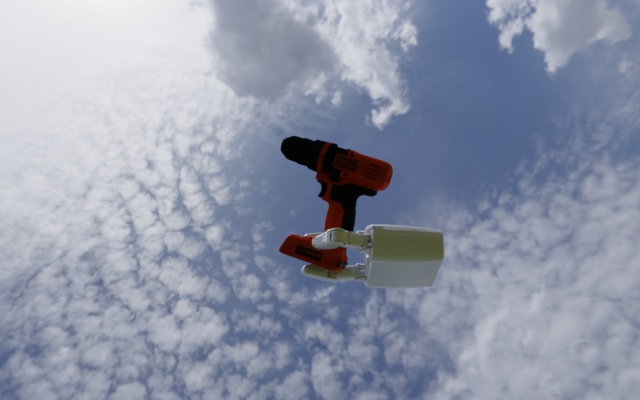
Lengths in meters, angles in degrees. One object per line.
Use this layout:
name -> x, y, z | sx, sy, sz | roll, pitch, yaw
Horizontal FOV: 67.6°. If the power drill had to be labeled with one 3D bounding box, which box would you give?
power drill -> 0.000, 0.003, 0.741 | 0.184, 0.187, 0.057 | 19, 1, 18
